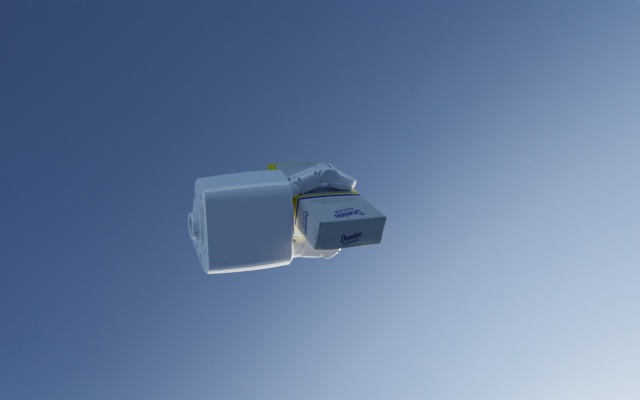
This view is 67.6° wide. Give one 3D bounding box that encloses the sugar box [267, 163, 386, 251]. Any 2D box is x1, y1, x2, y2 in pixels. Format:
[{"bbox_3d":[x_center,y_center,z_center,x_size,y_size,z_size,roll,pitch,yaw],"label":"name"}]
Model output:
[{"bbox_3d":[0.000,0.003,0.629,0.093,0.048,0.176,-4,30,-26],"label":"sugar box"}]
